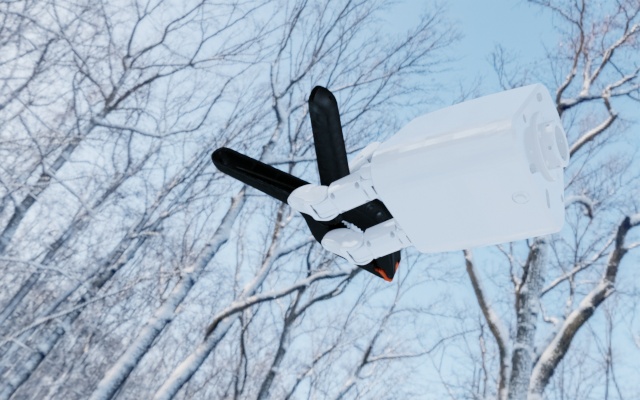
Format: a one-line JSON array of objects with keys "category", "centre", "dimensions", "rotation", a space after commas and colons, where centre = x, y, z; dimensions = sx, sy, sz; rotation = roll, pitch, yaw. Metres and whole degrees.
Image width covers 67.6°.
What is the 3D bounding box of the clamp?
[{"category": "clamp", "centre": [0.001, 0.001, 0.452], "dimensions": [0.164, 0.210, 0.036], "rotation": [-11, 37, 43]}]
